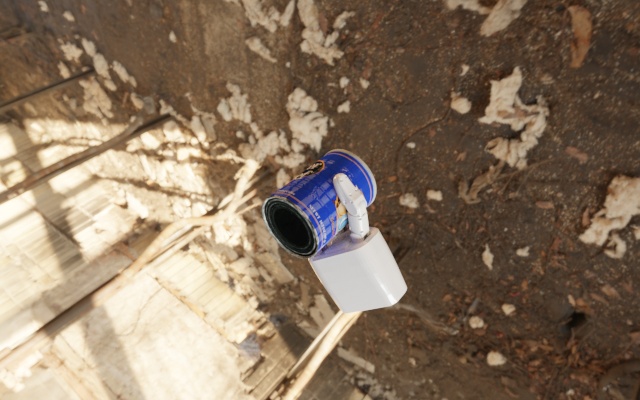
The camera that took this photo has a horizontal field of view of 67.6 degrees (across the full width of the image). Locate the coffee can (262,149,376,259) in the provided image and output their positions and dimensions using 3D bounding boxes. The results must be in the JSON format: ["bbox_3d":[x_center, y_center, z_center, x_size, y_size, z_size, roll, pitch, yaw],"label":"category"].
[{"bbox_3d":[0.000,0.002,0.693,0.103,0.103,0.140,0,31,47],"label":"coffee can"}]
